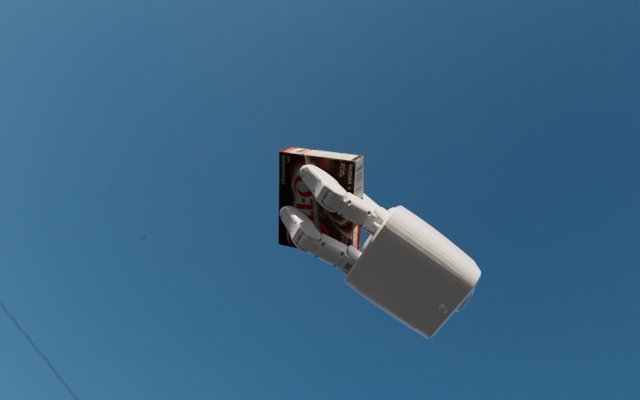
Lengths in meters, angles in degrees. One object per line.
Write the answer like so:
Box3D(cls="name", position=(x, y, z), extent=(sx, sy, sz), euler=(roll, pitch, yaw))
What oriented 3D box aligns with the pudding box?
Box3D(cls="pudding box", position=(0.000, 0.002, 0.528), extent=(0.090, 0.113, 0.039), euler=(9, 17, 22))
